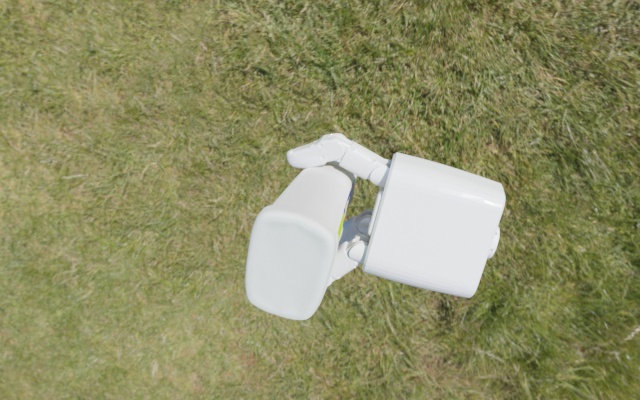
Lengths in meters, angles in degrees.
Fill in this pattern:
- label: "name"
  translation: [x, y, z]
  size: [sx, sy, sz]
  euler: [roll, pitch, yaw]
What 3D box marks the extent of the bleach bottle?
- label: "bleach bottle"
  translation: [0.000, 0.002, 0.476]
  size: [0.068, 0.103, 0.250]
  euler: [17, 28, 5]
